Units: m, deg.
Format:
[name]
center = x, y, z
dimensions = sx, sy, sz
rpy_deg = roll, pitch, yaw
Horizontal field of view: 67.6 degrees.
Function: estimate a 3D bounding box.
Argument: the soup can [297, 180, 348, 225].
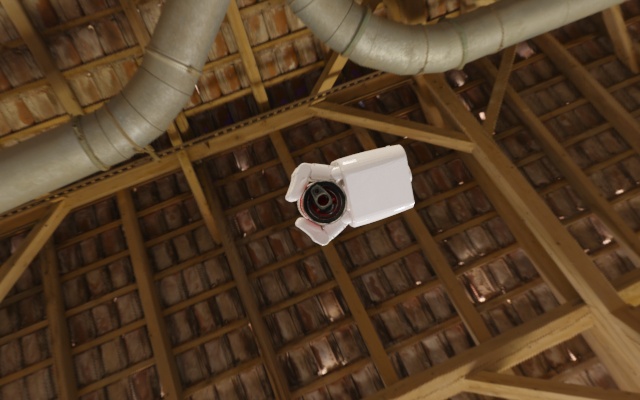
[soup can]
center = 0.000, 0.003, 0.759
dimensions = 0.068, 0.068, 0.102
rpy_deg = 0, 0, -8
